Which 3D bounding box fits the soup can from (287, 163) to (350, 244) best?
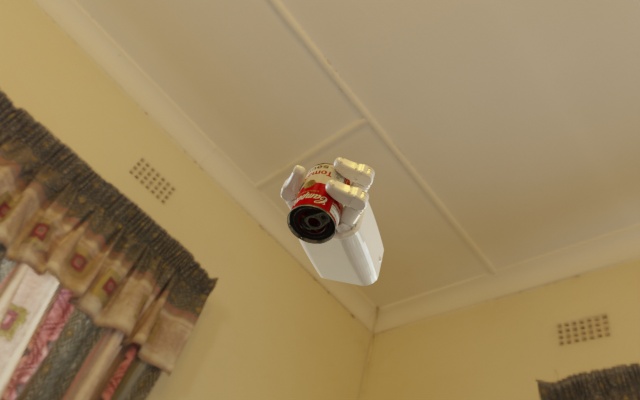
[{"bbox_3d":[0.000,0.002,0.673,0.068,0.069,0.102,0,38,18],"label":"soup can"}]
